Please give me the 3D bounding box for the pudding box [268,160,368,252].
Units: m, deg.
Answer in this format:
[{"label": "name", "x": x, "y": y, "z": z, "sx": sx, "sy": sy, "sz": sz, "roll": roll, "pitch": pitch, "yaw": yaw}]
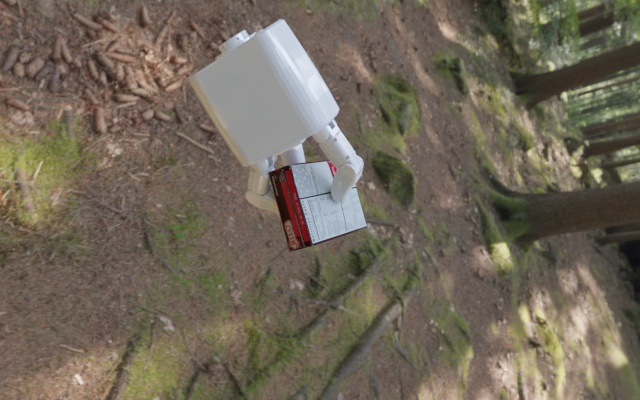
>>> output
[{"label": "pudding box", "x": 0.000, "y": 0.002, "z": 0.540, "sx": 0.039, "sy": 0.090, "sz": 0.113, "roll": -16, "pitch": -3, "yaw": 40}]
